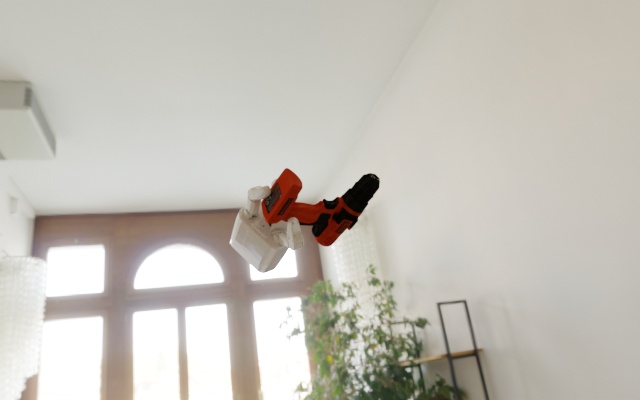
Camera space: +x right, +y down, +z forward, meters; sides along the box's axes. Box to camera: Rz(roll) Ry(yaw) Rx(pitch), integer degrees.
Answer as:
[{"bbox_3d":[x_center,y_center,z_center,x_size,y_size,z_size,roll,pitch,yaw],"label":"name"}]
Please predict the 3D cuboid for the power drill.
[{"bbox_3d":[0.000,0.003,0.889,0.188,0.184,0.057,18,31,-35],"label":"power drill"}]
